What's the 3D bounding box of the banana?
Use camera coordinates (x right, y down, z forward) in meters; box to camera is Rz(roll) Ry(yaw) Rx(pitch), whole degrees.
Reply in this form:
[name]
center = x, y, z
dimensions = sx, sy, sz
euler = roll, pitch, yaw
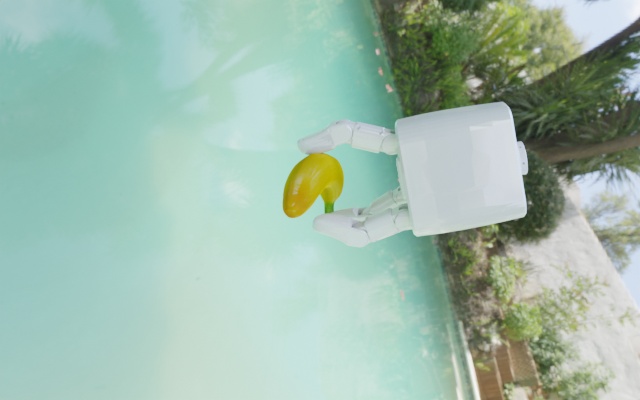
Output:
[banana]
center = -0.001, -0.017, 0.498
dimensions = 0.037, 0.069, 0.198
euler = -5, -3, 13
